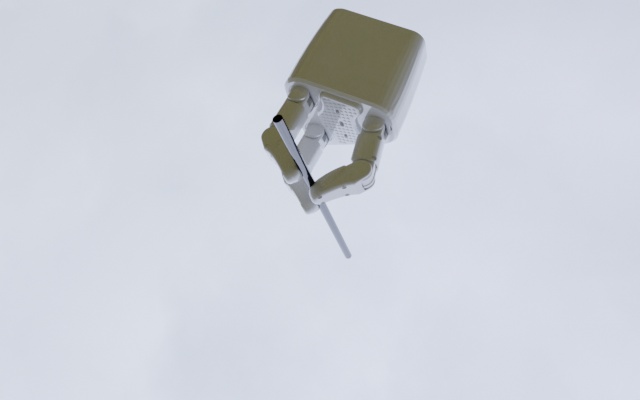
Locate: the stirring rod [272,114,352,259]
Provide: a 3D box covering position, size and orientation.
[{"bbox_3d":[0.000,0.001,0.450,0.011,0.011,0.240,0,-31,18],"label":"stirring rod"}]
